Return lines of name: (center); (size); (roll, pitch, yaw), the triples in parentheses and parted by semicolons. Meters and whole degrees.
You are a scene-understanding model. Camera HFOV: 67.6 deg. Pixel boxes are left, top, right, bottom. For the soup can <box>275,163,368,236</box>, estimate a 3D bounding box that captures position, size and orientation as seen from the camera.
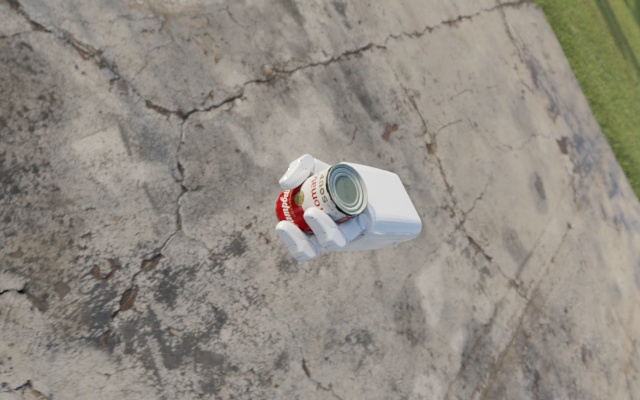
soup can: (0.000, 0.002, 0.591); (0.068, 0.068, 0.102); (0, -18, -43)
